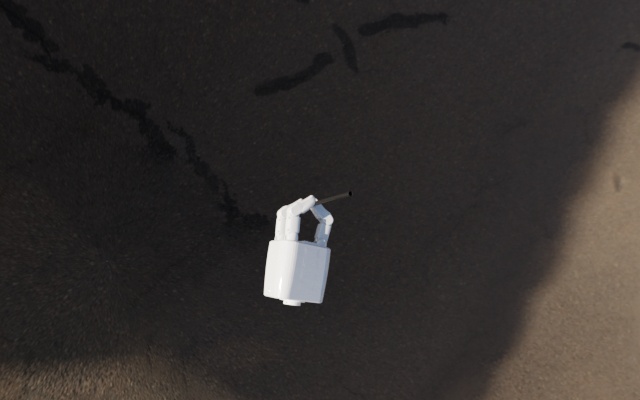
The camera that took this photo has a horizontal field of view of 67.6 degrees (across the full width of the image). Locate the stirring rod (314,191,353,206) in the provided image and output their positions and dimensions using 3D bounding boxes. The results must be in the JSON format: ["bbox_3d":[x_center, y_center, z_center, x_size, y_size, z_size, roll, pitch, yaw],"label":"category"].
[{"bbox_3d":[0.000,0.003,0.879,0.011,0.011,0.239,0,-7,-24],"label":"stirring rod"}]
